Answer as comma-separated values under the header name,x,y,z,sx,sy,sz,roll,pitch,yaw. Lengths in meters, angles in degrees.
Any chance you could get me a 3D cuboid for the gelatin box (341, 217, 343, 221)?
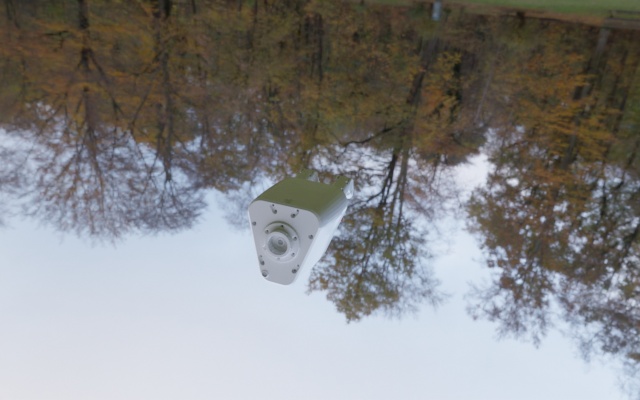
name,x,y,z,sx,sy,sz,roll,pitch,yaw
gelatin box,0.000,0.003,0.722,0.073,0.030,0.089,8,13,2
